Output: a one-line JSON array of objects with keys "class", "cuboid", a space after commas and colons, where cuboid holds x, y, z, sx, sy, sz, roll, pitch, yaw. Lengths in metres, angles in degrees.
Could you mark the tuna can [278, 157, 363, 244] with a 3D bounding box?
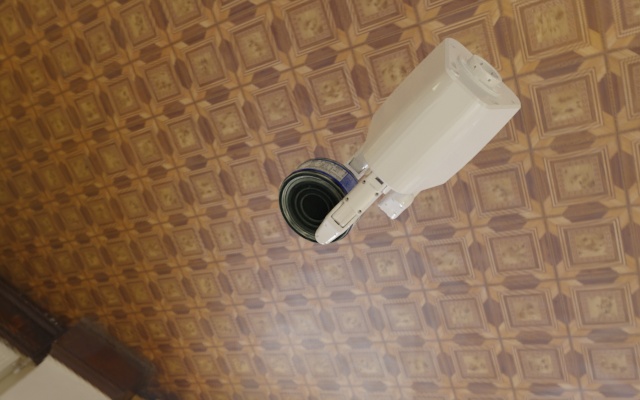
[{"class": "tuna can", "cuboid": [0.000, 0.002, 0.491, 0.086, 0.086, 0.033, 0, 26, 28]}]
